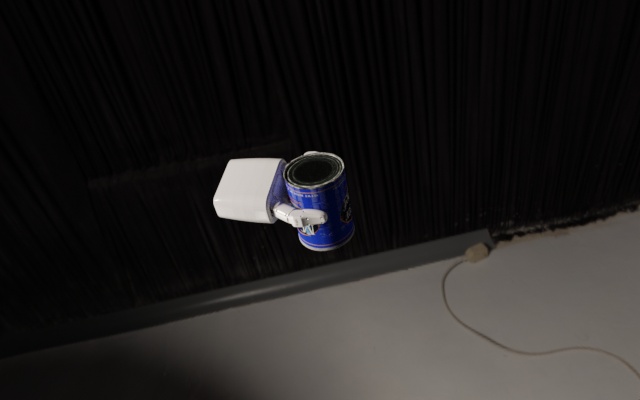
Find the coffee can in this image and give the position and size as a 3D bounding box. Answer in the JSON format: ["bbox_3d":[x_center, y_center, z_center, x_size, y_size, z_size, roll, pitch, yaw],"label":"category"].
[{"bbox_3d":[0.000,0.003,0.829,0.103,0.140,0.102,-7,37,6],"label":"coffee can"}]
